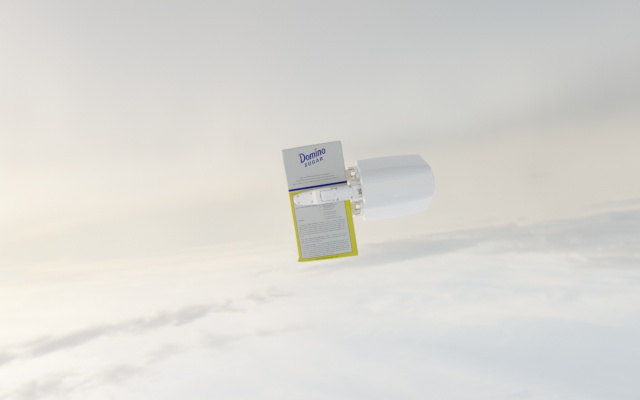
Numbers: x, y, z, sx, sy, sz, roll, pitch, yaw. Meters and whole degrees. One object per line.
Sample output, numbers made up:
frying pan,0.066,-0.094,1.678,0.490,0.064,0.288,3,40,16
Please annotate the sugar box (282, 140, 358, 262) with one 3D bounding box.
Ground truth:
sugar box,0.000,0.002,0.737,0.093,0.176,0.048,-8,-1,5
